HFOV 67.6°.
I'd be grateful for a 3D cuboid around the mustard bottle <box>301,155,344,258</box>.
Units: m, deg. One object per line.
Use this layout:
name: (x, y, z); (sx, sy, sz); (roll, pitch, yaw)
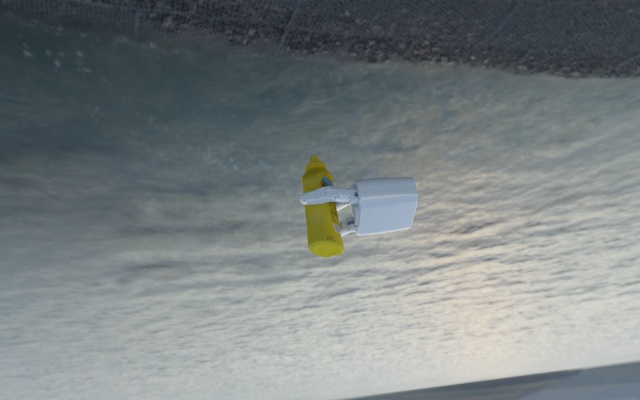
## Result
mustard bottle: (0.000, 0.003, 0.883); (0.058, 0.191, 0.096); (-15, -24, 17)
